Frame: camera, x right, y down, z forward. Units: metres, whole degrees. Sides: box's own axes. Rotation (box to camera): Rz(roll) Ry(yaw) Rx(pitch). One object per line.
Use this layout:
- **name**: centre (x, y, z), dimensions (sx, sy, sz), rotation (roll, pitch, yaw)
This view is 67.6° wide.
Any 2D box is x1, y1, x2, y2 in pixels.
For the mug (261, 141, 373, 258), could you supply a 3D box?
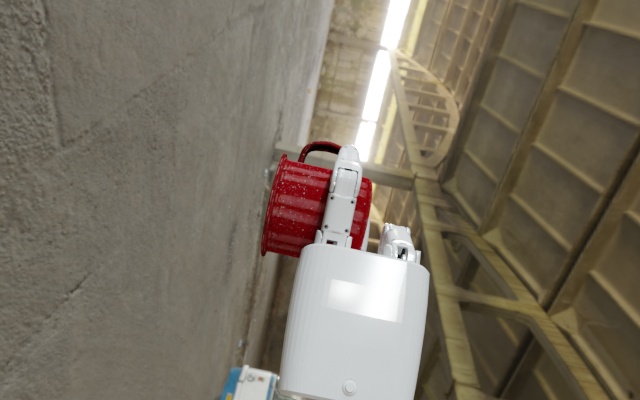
- **mug**: centre (0.001, 0.000, 0.426), dimensions (0.081, 0.117, 0.093), rotation (12, -23, -1)
